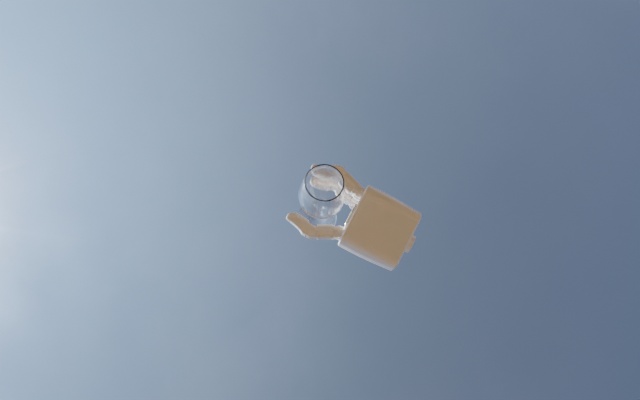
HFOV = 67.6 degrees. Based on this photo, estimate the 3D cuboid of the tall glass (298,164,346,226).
[{"bbox_3d":[0.000,0.003,0.826,0.079,0.079,0.201,0,-18,-3],"label":"tall glass"}]
